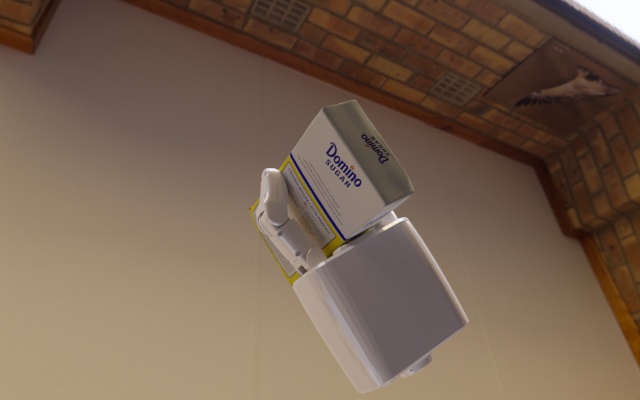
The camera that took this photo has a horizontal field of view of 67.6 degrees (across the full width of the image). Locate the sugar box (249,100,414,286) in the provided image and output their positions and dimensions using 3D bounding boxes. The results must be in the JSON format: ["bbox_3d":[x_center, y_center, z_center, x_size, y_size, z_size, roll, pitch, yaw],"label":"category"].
[{"bbox_3d":[0.000,0.001,0.431,0.048,0.093,0.176,-22,-15,-40],"label":"sugar box"}]
